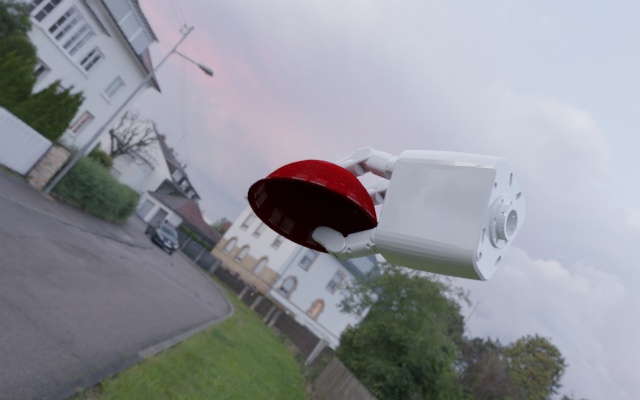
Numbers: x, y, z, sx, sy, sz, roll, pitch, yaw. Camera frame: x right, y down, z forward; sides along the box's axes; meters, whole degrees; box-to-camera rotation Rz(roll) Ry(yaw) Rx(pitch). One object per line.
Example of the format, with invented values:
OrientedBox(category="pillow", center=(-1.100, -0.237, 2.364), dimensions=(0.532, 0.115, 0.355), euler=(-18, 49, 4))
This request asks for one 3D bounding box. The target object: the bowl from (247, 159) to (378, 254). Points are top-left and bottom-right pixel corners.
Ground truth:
OrientedBox(category="bowl", center=(-0.001, 0.001, 0.555), dimensions=(0.162, 0.055, 0.162), euler=(16, -29, 9))
